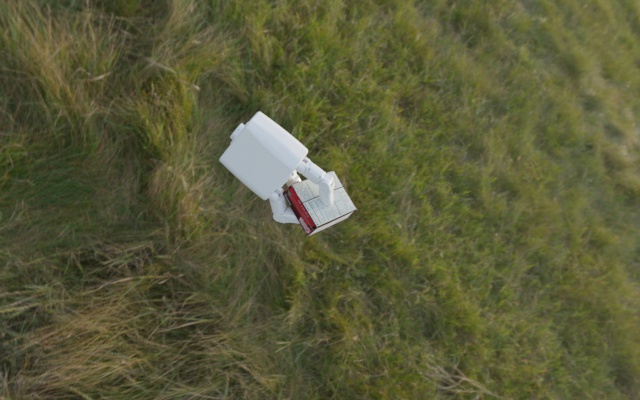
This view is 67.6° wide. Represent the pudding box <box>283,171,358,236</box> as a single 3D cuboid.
[{"bbox_3d":[0.000,0.003,0.851,0.113,0.090,0.039,-22,-12,-41],"label":"pudding box"}]
